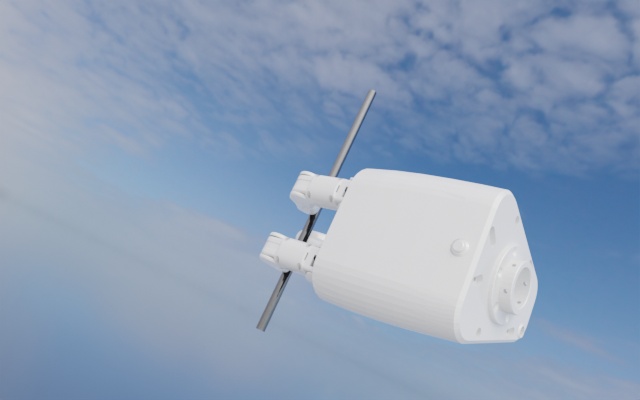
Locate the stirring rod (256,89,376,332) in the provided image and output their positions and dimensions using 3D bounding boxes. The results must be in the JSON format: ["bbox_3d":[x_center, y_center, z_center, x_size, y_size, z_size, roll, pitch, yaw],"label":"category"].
[{"bbox_3d":[0.000,0.002,0.423,0.011,0.239,0.011,23,-15,7],"label":"stirring rod"}]
